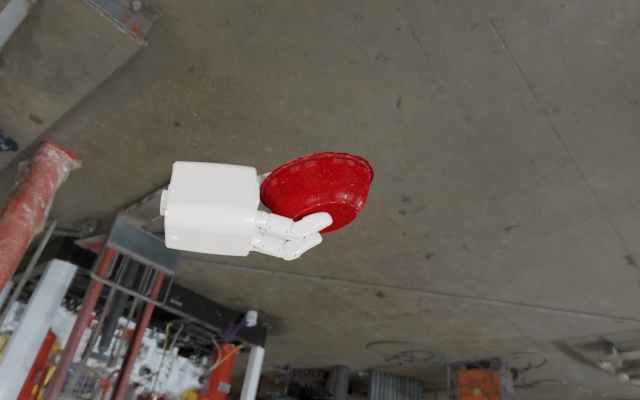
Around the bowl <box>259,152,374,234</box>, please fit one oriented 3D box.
[{"bbox_3d":[0.002,0.002,0.647,0.162,0.055,0.162,-10,-28,-6],"label":"bowl"}]
